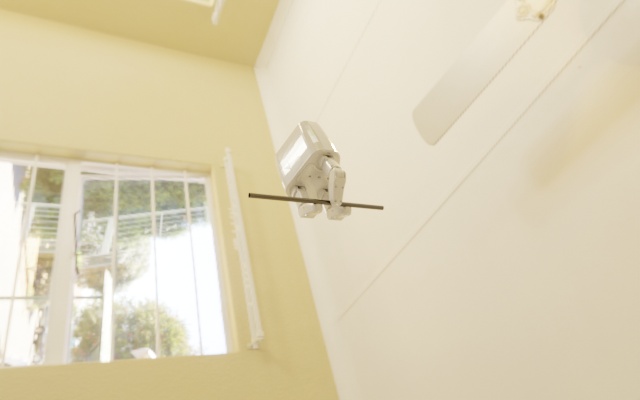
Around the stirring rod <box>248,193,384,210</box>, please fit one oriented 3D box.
[{"bbox_3d":[0.000,0.002,0.768,0.239,0.011,0.011,6,-3,-27],"label":"stirring rod"}]
